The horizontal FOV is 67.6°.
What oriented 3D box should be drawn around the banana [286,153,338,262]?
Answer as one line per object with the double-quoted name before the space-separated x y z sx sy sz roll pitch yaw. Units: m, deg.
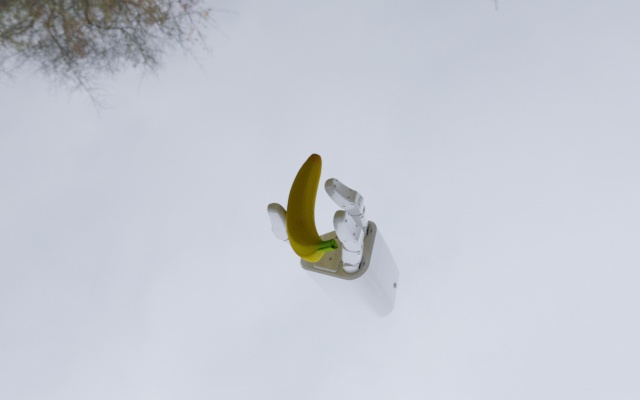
"banana" -0.015 0.014 0.605 0.069 0.197 0.037 -33 -55 16
